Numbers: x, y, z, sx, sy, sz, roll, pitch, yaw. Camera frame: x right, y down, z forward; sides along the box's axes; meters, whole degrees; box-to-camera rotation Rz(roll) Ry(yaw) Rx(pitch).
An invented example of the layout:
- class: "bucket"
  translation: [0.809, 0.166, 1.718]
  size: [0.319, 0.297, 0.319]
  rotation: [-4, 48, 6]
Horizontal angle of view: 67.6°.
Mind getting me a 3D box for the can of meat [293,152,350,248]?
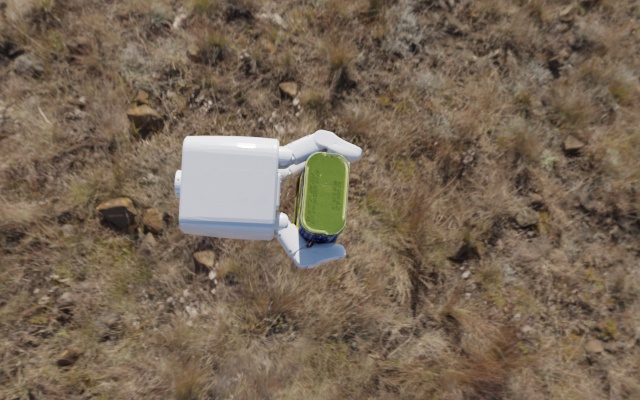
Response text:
- class: "can of meat"
  translation: [0.000, 0.002, 0.567]
  size: [0.057, 0.102, 0.084]
  rotation: [6, -16, -6]
